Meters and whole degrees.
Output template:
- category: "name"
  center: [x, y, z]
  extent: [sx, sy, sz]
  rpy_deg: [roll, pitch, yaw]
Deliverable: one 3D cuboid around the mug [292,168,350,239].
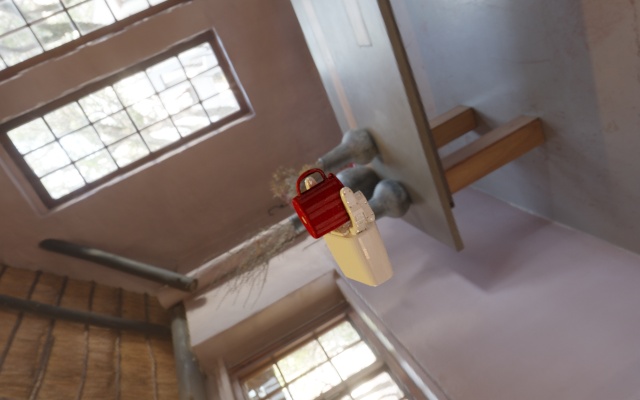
- category: "mug"
  center: [-0.001, 0.002, 0.806]
  extent: [0.081, 0.117, 0.093]
  rpy_deg: [-30, 20, -9]
